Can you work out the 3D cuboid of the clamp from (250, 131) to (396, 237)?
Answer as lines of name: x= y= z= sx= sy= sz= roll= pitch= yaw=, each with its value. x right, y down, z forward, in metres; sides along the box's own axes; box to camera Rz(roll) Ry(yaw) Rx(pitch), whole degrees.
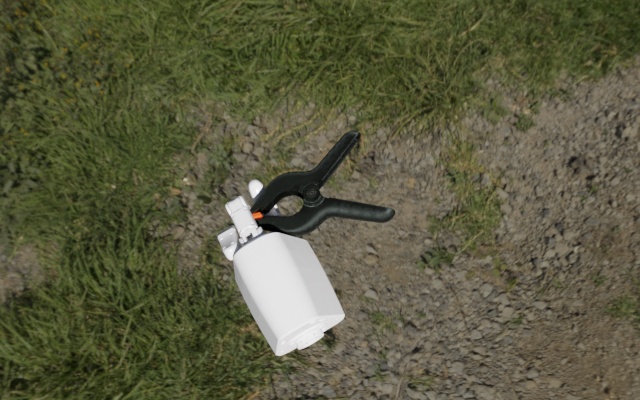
clamp: x=0.000 y=0.002 z=0.565 sx=0.171 sy=0.120 sz=0.039 roll=-30 pitch=-22 yaw=-3
